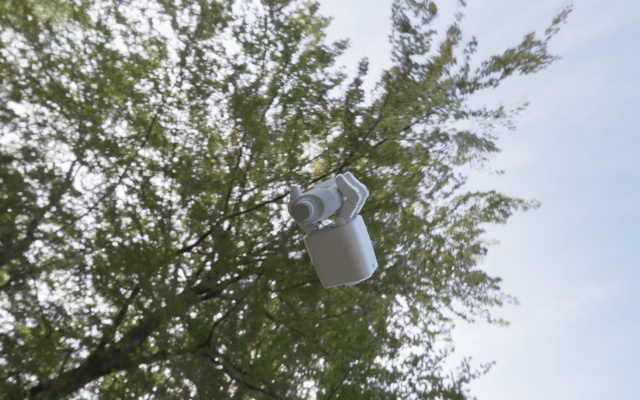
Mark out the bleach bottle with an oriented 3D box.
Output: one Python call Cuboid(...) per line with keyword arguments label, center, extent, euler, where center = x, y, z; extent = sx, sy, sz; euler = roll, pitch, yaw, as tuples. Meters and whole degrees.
Cuboid(label="bleach bottle", center=(0.000, 0.003, 0.884), extent=(0.102, 0.068, 0.251), euler=(-20, 2, 20))
